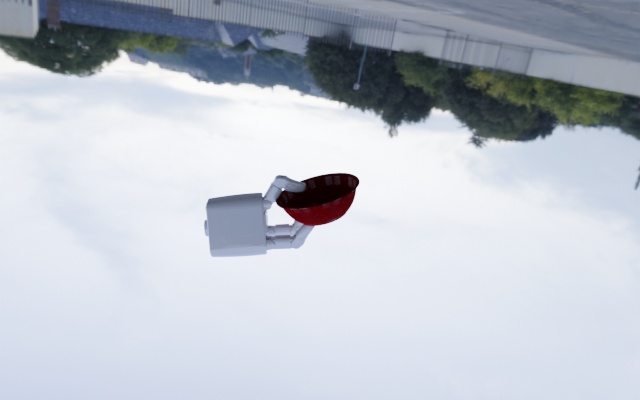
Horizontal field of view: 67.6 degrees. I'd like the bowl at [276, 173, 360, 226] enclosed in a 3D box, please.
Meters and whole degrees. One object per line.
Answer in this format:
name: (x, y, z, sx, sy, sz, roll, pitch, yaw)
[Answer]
bowl: (0.002, 0.003, 0.896, 0.162, 0.055, 0.162, -13, 21, 5)
